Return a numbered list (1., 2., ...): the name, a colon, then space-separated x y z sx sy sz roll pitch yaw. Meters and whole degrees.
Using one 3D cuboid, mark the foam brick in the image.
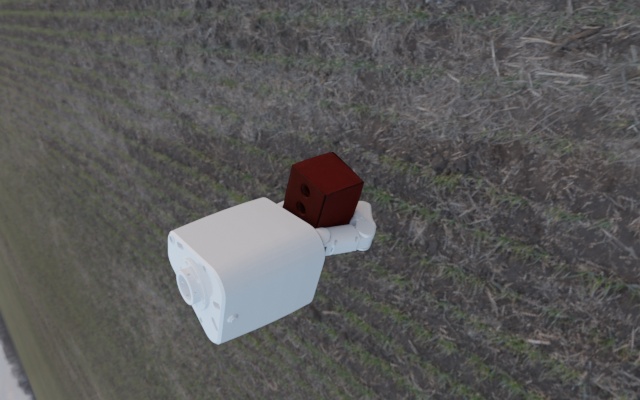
1. foam brick: 0.000 0.001 0.475 0.051 0.078 0.053 -18 49 -35
